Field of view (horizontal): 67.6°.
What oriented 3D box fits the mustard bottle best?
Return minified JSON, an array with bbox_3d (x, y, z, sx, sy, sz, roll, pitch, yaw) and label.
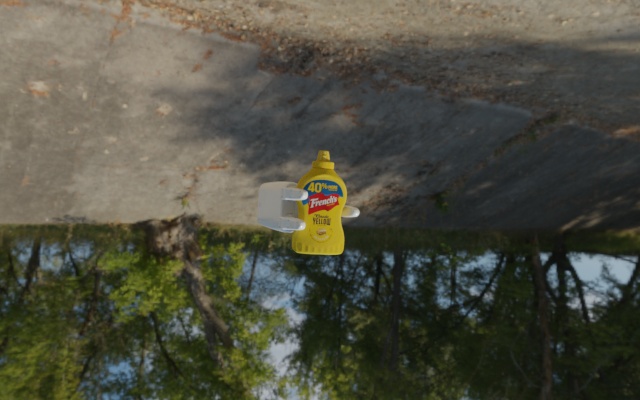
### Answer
[{"bbox_3d":[0.000,0.003,0.894,0.096,0.191,0.058,3,1,-10],"label":"mustard bottle"}]
